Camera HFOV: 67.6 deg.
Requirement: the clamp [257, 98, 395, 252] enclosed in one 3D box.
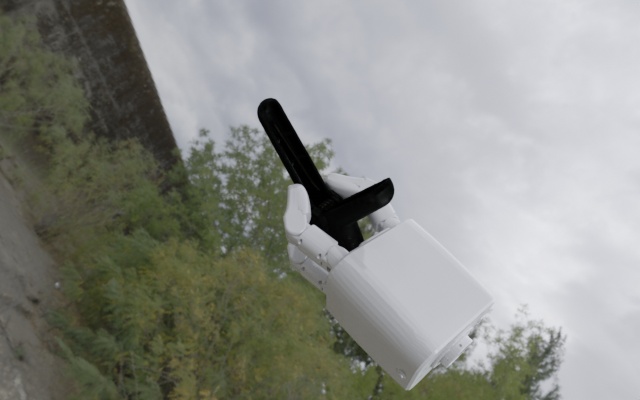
[{"bbox_3d":[0.001,0.002,0.488,0.036,0.164,0.210,-36,-28,-22],"label":"clamp"}]
